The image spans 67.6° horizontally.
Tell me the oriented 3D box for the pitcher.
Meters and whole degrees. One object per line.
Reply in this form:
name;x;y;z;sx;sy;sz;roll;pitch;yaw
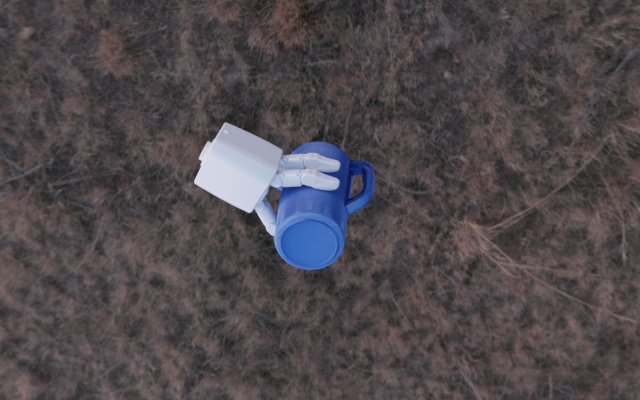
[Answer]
pitcher;0.000;0.003;0.819;0.145;0.149;0.242;29;28;-13
